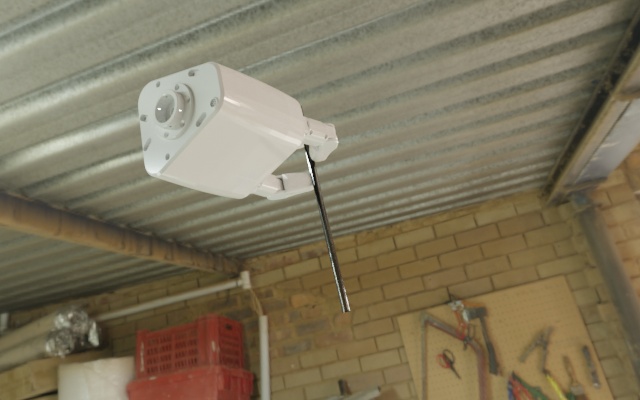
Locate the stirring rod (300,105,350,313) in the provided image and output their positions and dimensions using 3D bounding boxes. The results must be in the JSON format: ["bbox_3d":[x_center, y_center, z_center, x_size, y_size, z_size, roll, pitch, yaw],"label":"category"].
[{"bbox_3d":[0.000,0.002,0.521,0.011,0.239,0.011,-12,-18,-4],"label":"stirring rod"}]
